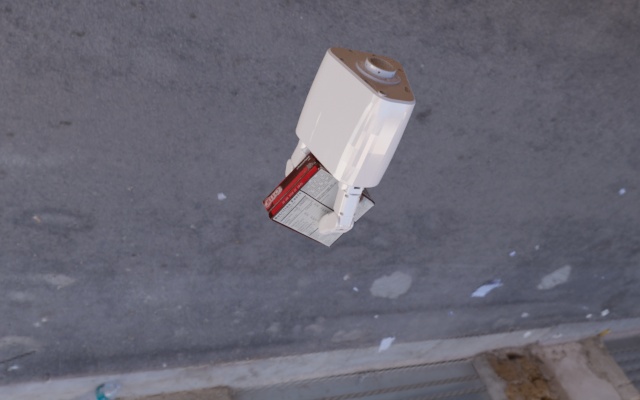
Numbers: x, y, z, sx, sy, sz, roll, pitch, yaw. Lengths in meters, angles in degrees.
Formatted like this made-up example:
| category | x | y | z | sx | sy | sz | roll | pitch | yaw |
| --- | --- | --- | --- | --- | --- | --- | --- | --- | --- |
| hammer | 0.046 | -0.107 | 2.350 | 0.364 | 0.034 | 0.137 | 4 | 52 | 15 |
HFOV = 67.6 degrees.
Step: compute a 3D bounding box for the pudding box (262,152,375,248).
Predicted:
| category | x | y | z | sx | sy | sz | roll | pitch | yaw |
| --- | --- | --- | --- | --- | --- | --- | --- | --- | --- |
| pudding box | 0.000 | 0.002 | 0.583 | 0.113 | 0.090 | 0.039 | 31 | 22 | -41 |
